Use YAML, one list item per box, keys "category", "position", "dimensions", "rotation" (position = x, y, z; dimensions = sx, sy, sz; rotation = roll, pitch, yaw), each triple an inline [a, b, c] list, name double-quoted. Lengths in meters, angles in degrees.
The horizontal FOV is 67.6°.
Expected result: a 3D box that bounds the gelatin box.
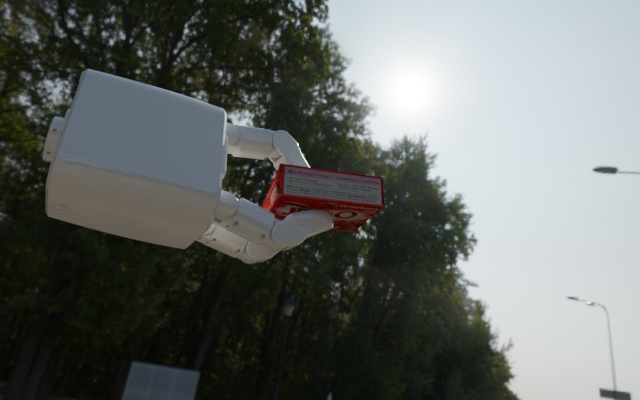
- category: "gelatin box"
  position: [0.000, 0.001, 0.408]
  dimensions: [0.089, 0.030, 0.073]
  rotation: [6, -22, -14]
